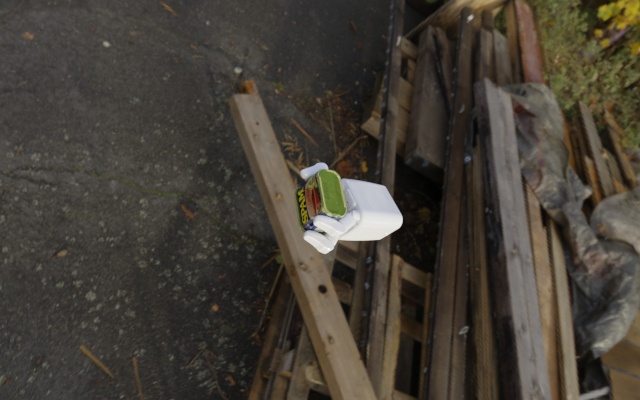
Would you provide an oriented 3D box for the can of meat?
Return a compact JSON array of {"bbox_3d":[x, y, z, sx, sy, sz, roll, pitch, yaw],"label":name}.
[{"bbox_3d":[0.000,0.003,0.888,0.057,0.102,0.084,8,-31,-33],"label":"can of meat"}]
